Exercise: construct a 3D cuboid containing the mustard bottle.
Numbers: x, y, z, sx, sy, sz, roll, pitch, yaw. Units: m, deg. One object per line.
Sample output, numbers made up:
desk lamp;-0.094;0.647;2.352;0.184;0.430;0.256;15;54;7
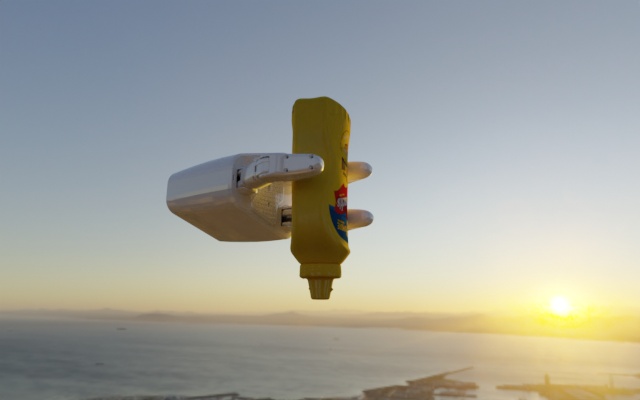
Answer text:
mustard bottle;0.000;0.001;0.477;0.058;0.191;0.096;-2;-13;12
